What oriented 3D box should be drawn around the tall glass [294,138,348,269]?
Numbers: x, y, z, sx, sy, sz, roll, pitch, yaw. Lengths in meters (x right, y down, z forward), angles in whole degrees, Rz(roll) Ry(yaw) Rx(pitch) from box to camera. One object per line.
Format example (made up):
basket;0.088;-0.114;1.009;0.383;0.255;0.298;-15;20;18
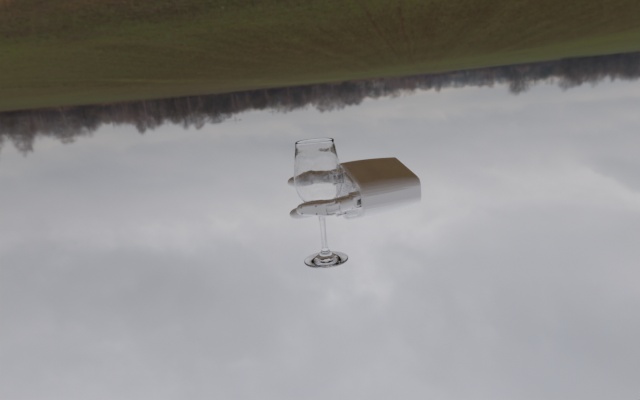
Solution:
tall glass;0.000;0.003;0.771;0.079;0.201;0.079;-6;14;1
